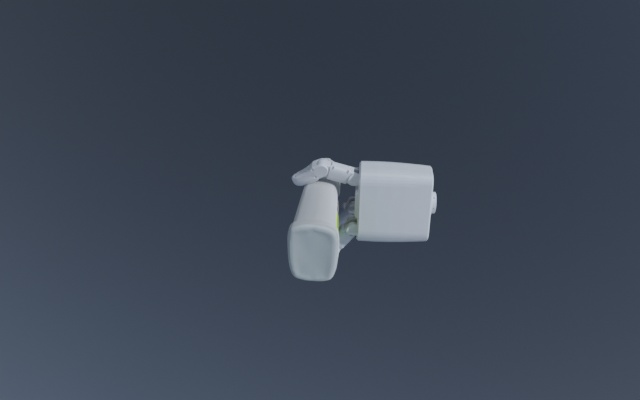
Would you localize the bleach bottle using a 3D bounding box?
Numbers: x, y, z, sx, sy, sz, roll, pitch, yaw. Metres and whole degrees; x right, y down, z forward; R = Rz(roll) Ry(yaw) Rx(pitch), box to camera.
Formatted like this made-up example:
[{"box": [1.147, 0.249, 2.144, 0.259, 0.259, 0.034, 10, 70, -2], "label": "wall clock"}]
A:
[{"box": [0.000, 0.002, 0.727, 0.068, 0.103, 0.250, 4, 35, 3], "label": "bleach bottle"}]
